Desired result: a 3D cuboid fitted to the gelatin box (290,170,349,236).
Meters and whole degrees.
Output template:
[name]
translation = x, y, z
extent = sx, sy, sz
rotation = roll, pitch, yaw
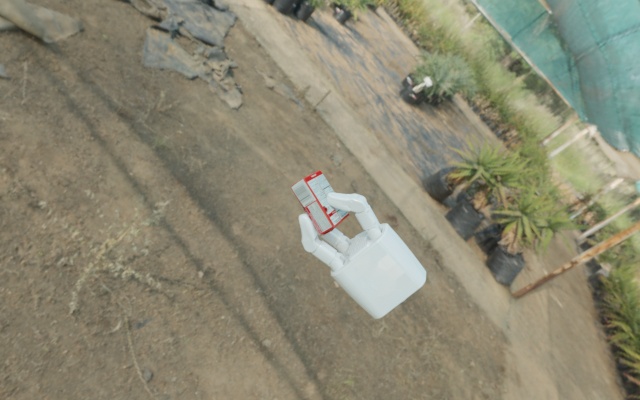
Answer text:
[gelatin box]
translation = 0.000, 0.002, 0.736
extent = 0.030, 0.089, 0.073
rotation = -32, 1, 25
